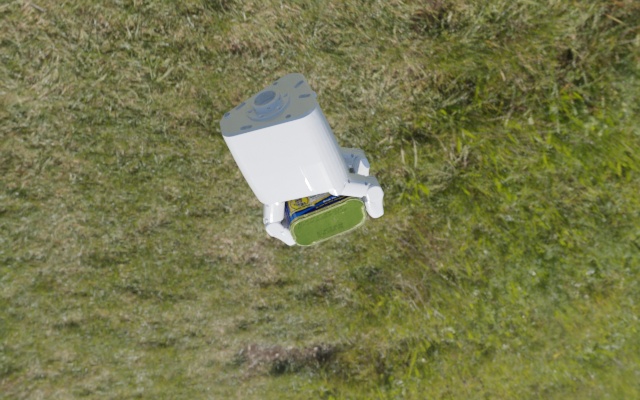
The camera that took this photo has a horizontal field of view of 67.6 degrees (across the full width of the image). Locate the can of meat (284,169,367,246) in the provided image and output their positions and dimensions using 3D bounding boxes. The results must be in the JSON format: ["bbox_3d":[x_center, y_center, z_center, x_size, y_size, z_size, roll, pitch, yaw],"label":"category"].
[{"bbox_3d":[0.000,0.002,0.606,0.102,0.057,0.084,-22,43,0],"label":"can of meat"}]
